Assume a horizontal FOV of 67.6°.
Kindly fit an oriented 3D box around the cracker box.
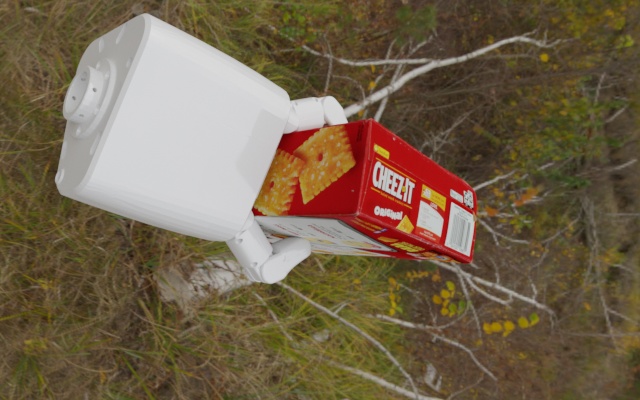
[{"bbox_3d":[0.000,0.002,0.411,0.213,0.072,0.164,-1,-16,42],"label":"cracker box"}]
